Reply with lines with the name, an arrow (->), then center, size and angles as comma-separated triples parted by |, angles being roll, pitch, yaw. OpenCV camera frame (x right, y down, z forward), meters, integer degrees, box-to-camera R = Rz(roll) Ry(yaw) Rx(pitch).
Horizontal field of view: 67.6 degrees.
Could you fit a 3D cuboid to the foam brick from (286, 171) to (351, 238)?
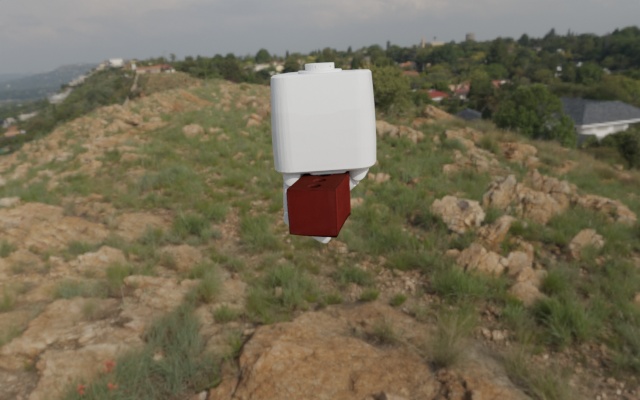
foam brick -> 0.000, 0.002, 0.516 | 0.053, 0.051, 0.078 | 2, 18, 14
